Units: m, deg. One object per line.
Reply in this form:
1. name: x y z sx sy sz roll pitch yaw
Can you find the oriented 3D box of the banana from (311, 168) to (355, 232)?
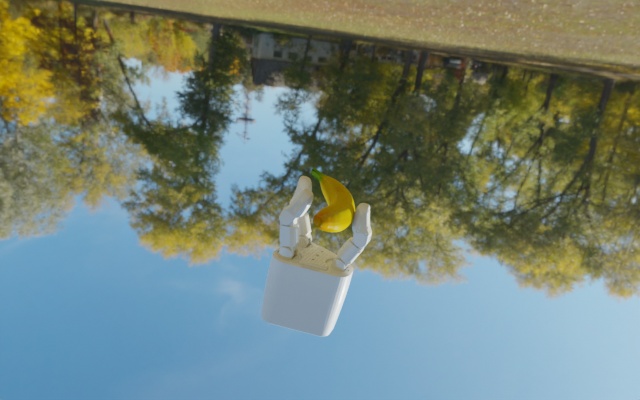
1. banana: 0.017 0.007 0.669 0.069 0.037 0.197 19 18 -10
